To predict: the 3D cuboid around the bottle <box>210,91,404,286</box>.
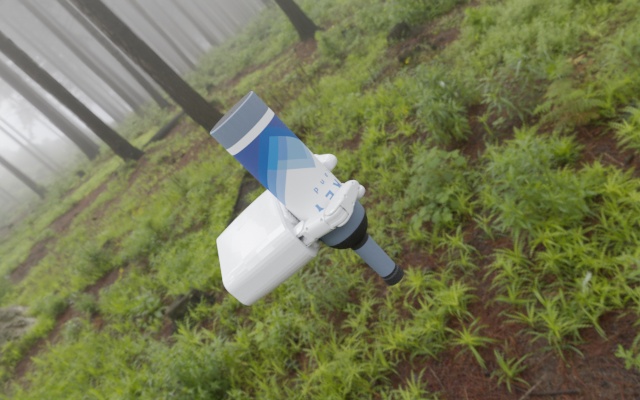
[{"bbox_3d":[0.000,0.002,0.570,0.296,0.069,0.069,45,-19,-20],"label":"bottle"}]
